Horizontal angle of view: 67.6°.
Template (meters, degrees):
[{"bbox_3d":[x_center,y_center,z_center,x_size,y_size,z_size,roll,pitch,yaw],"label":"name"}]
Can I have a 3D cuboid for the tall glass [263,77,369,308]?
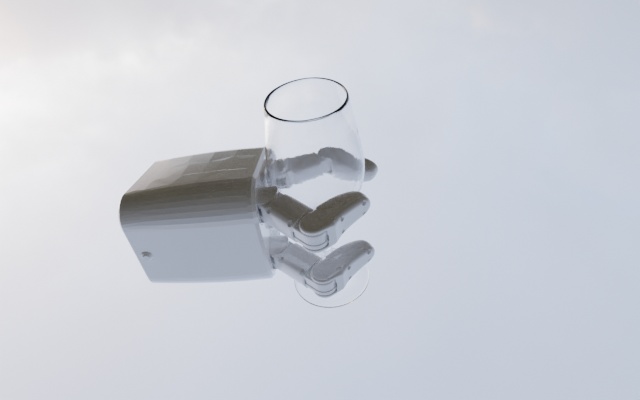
[{"bbox_3d":[0.000,0.002,0.405,0.079,0.201,0.079,-4,41,4],"label":"tall glass"}]
